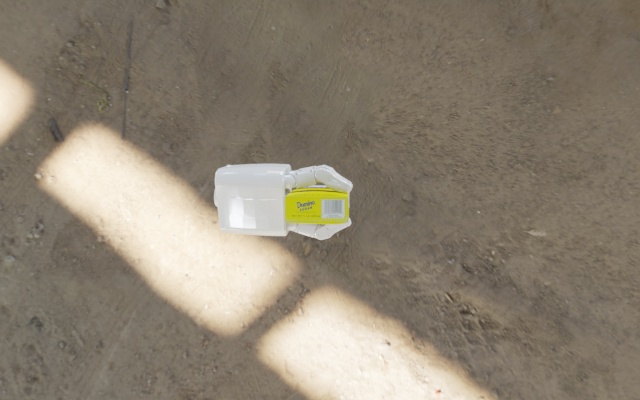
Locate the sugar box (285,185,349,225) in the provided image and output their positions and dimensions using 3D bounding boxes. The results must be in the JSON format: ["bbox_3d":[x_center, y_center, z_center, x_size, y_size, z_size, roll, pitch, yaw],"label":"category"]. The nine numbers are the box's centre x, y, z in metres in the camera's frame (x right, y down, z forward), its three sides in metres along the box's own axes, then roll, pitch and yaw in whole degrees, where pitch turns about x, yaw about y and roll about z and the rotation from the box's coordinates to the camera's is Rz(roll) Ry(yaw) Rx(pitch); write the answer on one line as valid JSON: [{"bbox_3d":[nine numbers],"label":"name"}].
[{"bbox_3d":[0.000,0.002,0.766,0.093,0.048,0.176,1,9,3],"label":"sugar box"}]
